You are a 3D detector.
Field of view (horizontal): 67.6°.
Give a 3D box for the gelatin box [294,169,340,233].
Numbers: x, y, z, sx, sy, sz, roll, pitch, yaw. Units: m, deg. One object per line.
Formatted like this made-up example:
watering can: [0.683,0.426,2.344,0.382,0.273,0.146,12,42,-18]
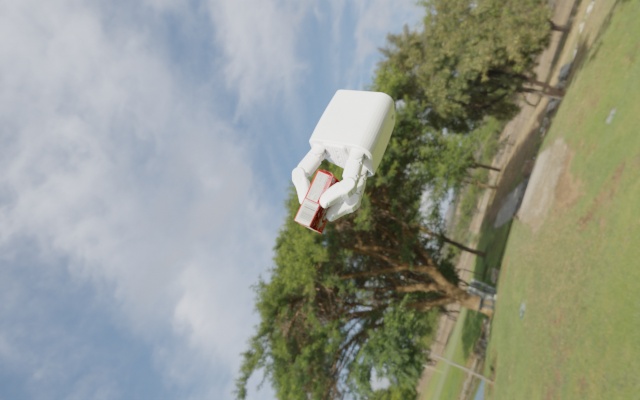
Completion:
gelatin box: [0.000,0.003,0.745,0.030,0.089,0.073,24,-4,18]
